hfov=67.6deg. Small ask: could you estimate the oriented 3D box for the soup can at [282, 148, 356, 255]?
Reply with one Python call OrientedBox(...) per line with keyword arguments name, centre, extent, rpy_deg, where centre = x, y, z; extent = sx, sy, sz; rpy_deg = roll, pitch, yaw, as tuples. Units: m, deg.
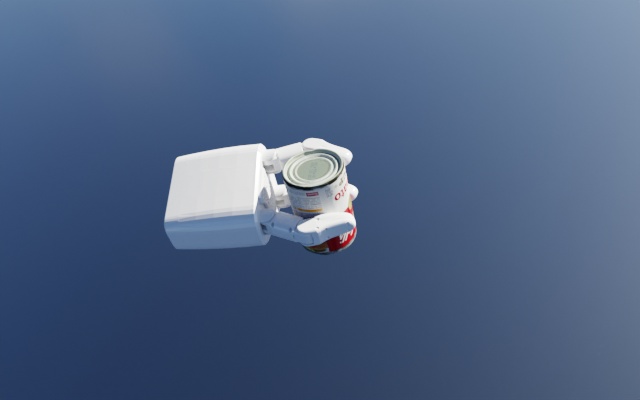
OrientedBox(name="soup can", centre=(0.001, 0.002, 0.529), extent=(0.068, 0.102, 0.068), rpy_deg=(-7, 42, 7))
